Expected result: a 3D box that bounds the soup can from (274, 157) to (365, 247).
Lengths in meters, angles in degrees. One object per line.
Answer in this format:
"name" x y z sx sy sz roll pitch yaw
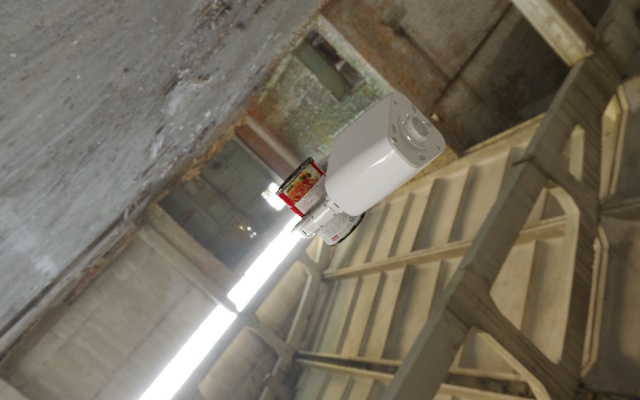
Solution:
"soup can" 0.000 0.003 0.622 0.102 0.068 0.068 44 -9 -9
